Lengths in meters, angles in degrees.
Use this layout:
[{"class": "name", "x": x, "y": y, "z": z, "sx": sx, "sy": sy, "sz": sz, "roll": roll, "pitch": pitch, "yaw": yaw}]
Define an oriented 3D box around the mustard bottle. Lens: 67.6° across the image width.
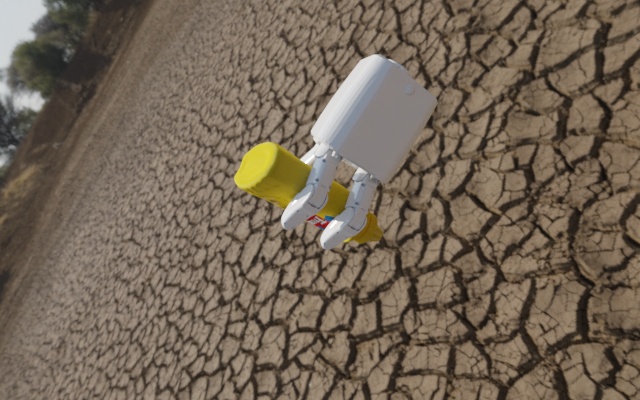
[{"class": "mustard bottle", "x": 0.000, "y": 0.002, "z": 0.560, "sx": 0.192, "sy": 0.058, "sz": 0.096, "roll": 30, "pitch": -17, "yaw": -28}]
